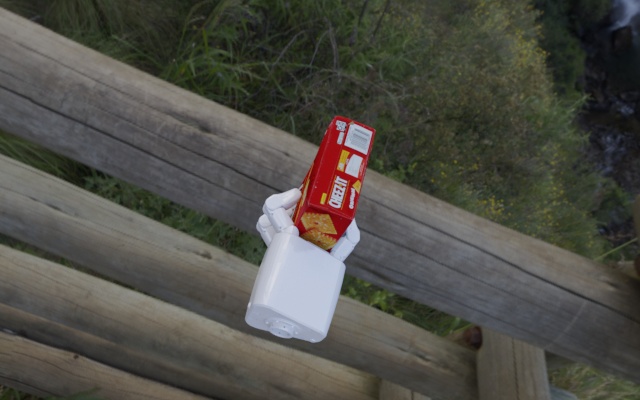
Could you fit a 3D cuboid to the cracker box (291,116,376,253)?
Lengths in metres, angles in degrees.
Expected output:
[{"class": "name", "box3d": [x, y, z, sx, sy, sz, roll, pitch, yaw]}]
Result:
[{"class": "cracker box", "box3d": [0.000, 0.002, 0.720, 0.072, 0.164, 0.214, 21, -34, -7]}]
